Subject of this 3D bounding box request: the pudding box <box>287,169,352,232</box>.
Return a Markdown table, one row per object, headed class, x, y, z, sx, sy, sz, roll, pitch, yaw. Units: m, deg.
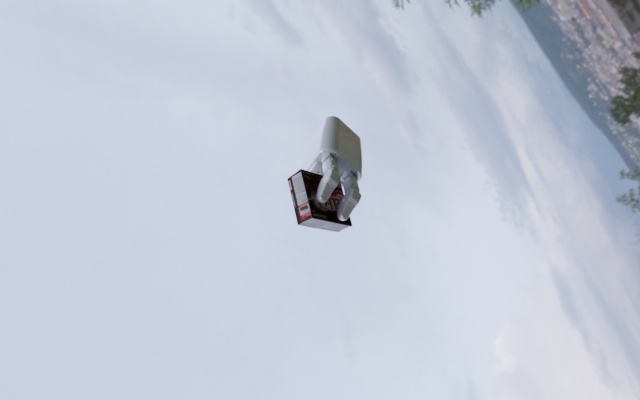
| class | x | y | z | sx | sy | sz | roll | pitch | yaw |
| --- | --- | --- | --- | --- | --- | --- | --- | --- | --- |
| pudding box | 0.000 | 0.003 | 0.819 | 0.039 | 0.090 | 0.113 | -31 | -27 | 34 |
